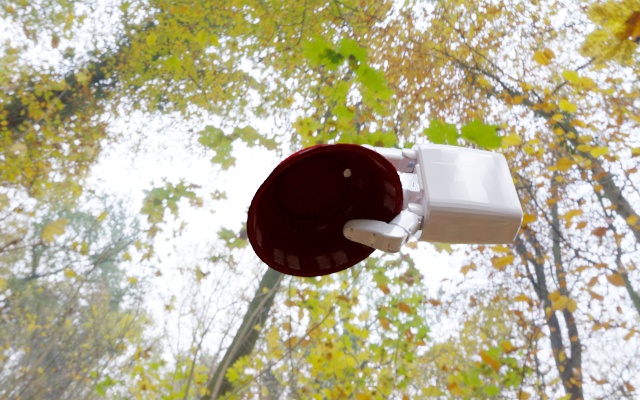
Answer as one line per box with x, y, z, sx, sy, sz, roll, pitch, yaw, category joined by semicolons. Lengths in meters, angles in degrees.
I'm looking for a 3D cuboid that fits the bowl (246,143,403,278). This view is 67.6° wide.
-0.001;0.001;0.488;0.162;0.162;0.055;0;35;-21;bowl
